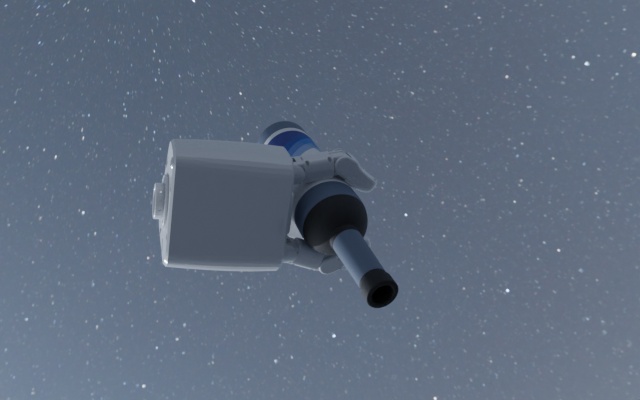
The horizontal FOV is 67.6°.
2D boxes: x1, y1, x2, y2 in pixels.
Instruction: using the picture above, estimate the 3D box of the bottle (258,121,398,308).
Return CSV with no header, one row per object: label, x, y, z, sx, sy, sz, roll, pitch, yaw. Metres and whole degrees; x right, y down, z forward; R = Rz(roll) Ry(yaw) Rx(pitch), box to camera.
bottle,0.000,0.001,0.486,0.069,0.069,0.295,0,29,-22
